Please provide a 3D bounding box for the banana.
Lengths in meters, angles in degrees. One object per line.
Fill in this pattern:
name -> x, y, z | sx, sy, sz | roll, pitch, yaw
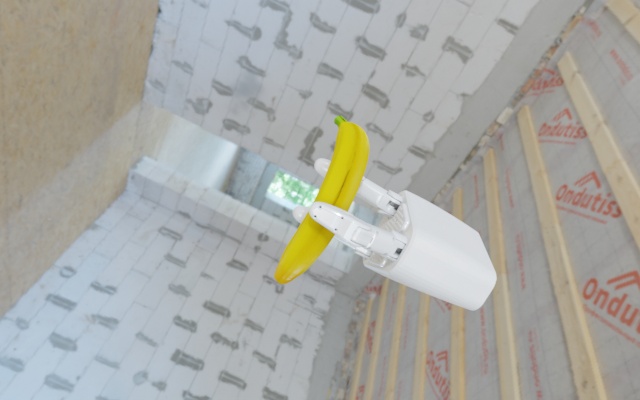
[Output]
banana -> 0.009, -0.003, 0.493 | 0.037, 0.197, 0.069 | 27, -14, -19
